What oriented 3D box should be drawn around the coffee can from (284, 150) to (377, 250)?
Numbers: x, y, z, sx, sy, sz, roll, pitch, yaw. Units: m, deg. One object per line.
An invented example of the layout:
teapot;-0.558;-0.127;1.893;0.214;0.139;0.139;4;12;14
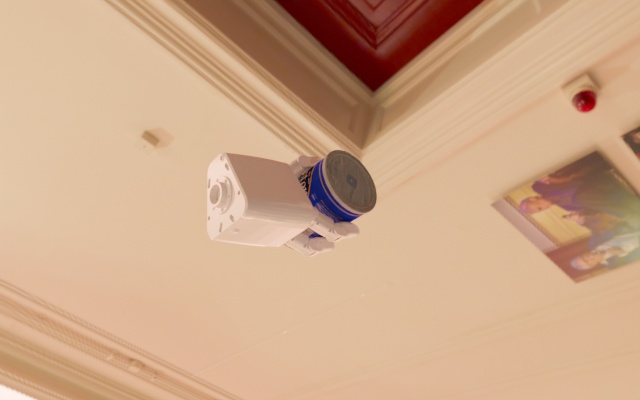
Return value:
coffee can;0.000;0.002;0.725;0.103;0.102;0.140;0;-27;-47
